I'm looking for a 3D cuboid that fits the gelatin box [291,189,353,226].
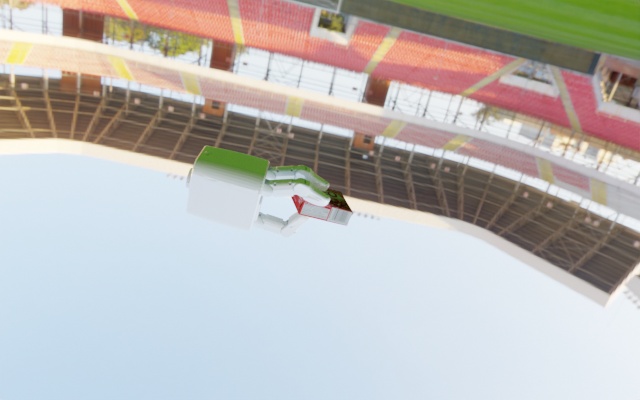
[{"bbox_3d":[0.000,0.003,0.772,0.089,0.030,0.073,15,23,-21],"label":"gelatin box"}]
